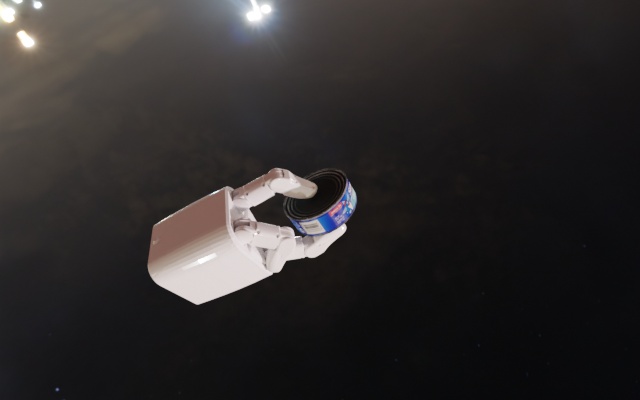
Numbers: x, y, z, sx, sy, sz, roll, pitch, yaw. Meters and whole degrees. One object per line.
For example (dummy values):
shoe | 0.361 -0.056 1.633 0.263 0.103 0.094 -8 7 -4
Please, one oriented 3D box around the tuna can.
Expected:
tuna can | 0.000 0.002 0.580 0.086 0.086 0.034 0 -43 38
